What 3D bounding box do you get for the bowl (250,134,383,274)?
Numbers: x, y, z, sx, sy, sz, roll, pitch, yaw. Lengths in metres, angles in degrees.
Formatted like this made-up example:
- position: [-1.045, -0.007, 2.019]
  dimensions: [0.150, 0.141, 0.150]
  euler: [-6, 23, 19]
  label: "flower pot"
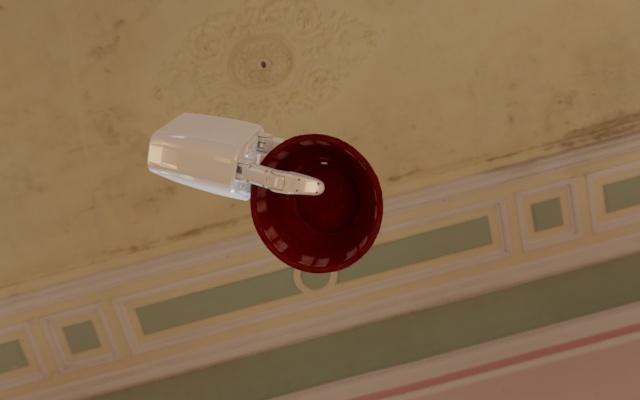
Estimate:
- position: [0.001, 0.002, 0.569]
  dimensions: [0.162, 0.162, 0.055]
  euler: [0, 7, 19]
  label: "bowl"
